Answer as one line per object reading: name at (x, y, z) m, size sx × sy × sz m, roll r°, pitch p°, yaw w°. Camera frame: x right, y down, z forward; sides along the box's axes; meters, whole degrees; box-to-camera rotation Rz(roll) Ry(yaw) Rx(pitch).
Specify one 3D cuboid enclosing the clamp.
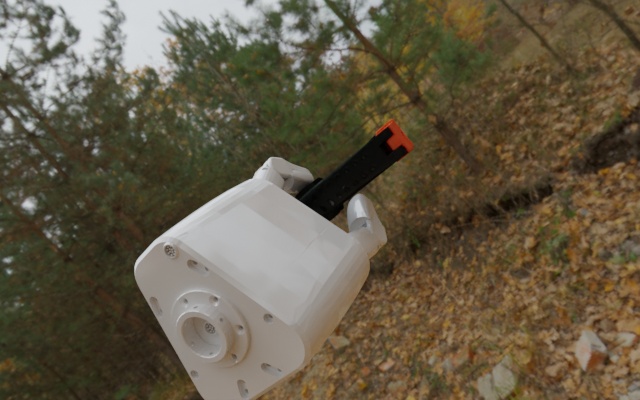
clamp at (0.000, 0.001, 0.431) m, size 0.210 × 0.036 × 0.164 m, roll -40°, pitch 0°, yaw 28°
